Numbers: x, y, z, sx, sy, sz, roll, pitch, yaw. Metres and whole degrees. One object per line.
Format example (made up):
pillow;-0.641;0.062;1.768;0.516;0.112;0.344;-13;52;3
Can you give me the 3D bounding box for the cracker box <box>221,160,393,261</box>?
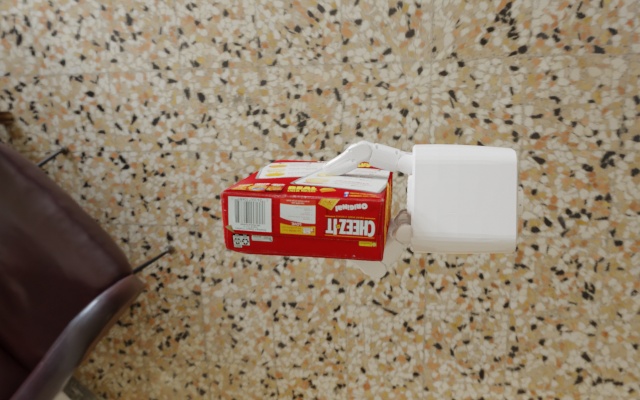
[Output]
cracker box;0.000;0.002;0.563;0.164;0.072;0.213;2;14;10
